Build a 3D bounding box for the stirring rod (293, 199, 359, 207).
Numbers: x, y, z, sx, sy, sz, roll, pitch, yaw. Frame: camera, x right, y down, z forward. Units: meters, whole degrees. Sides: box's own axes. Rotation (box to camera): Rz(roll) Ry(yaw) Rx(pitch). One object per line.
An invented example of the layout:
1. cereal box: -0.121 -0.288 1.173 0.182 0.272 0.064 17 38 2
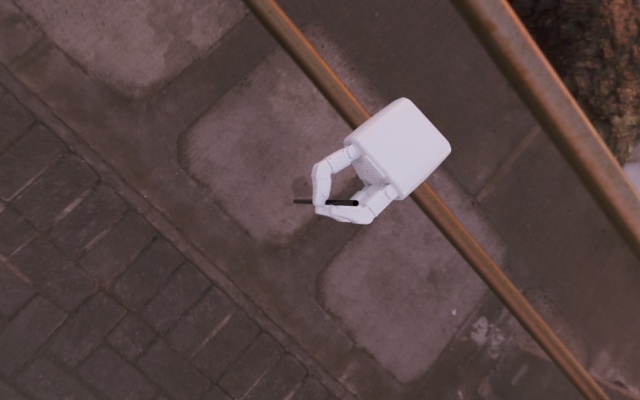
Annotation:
1. stirring rod: 0.000 0.002 0.670 0.011 0.011 0.239 0 0 -20
